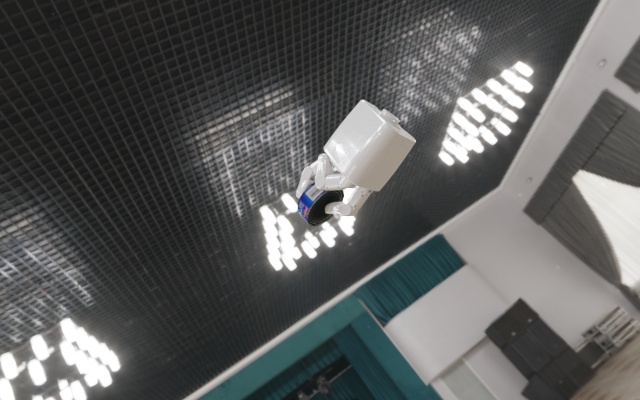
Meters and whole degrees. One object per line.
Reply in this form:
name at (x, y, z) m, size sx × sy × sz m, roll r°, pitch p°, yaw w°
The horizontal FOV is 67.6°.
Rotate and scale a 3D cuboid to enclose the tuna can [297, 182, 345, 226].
tuna can at (0.000, 0.002, 0.852) m, size 0.033 × 0.086 × 0.086 m, roll 44°, pitch 25°, yaw 29°
